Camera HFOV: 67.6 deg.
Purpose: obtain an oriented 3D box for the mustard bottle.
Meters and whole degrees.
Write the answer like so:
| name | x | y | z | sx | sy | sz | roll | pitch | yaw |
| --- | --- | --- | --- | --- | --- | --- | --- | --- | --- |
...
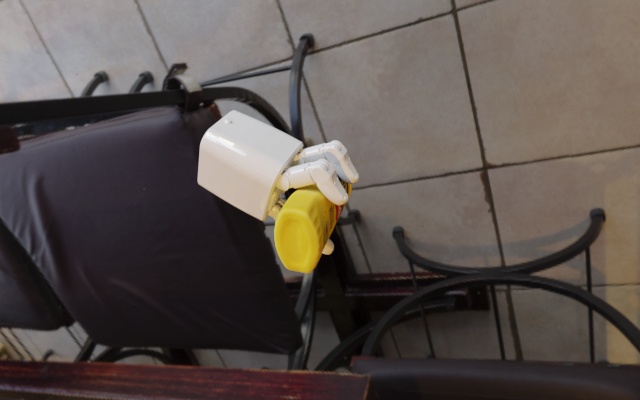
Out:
| name | x | y | z | sx | sy | sz | roll | pitch | yaw |
| --- | --- | --- | --- | --- | --- | --- | --- | --- | --- |
| mustard bottle | 0.000 | 0.002 | 0.633 | 0.058 | 0.096 | 0.191 | 7 | 33 | 17 |
